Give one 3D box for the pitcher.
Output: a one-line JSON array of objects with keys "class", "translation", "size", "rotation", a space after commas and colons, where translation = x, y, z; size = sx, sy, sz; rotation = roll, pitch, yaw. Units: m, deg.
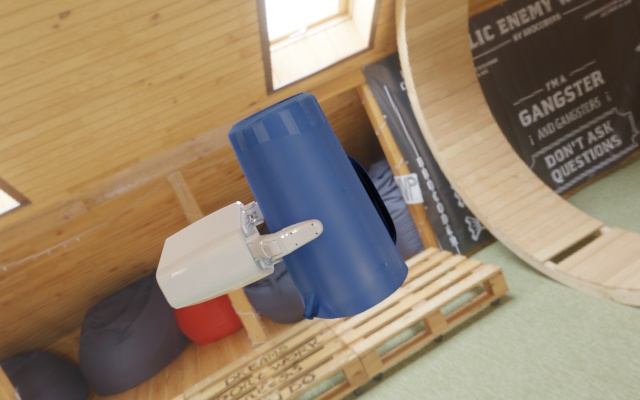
[{"class": "pitcher", "translation": [0.000, 0.002, 0.559], "size": [0.145, 0.243, 0.149], "rotation": [-25, 9, 2]}]
